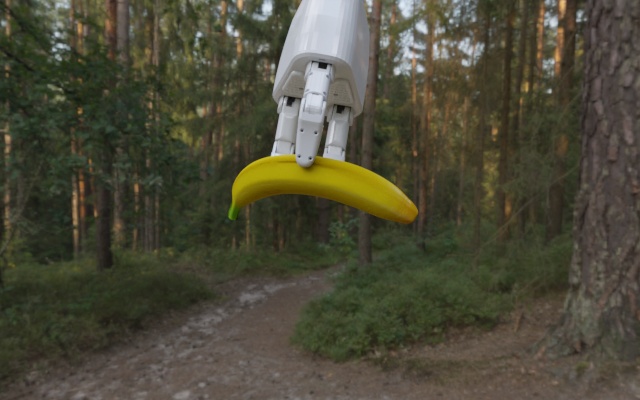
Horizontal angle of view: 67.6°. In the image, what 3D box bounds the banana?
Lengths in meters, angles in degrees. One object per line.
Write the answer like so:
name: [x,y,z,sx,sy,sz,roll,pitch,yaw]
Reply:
banana: [-0.007,-0.012,0.458,0.198,0.070,0.037,1,42,22]
